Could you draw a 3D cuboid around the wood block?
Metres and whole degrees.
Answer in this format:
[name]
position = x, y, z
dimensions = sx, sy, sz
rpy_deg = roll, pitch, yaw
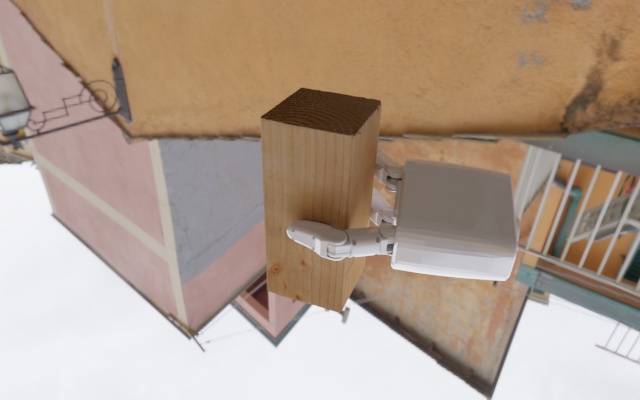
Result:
[wood block]
position = 0.000, 0.002, 0.494
dimensions = 0.090, 0.206, 0.090
rpy_deg = 14, 34, 18
